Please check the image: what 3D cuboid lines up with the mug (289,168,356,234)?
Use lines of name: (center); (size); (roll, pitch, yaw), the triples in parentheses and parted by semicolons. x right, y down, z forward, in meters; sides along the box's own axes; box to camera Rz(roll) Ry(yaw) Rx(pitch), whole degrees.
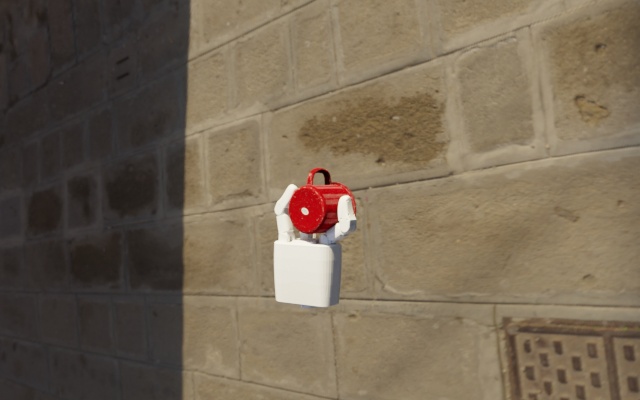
mug: (0.000, 0.001, 0.814); (0.093, 0.117, 0.081); (-1, 1, 39)
